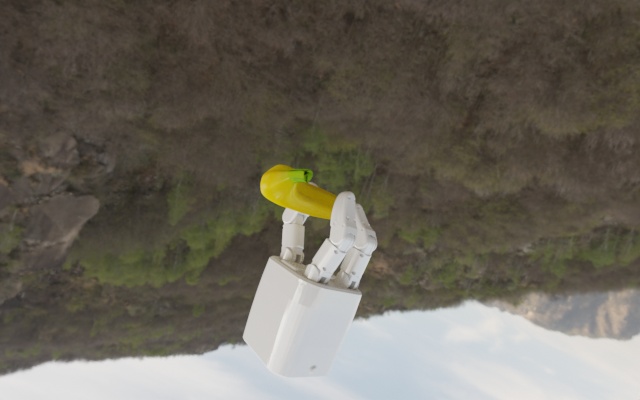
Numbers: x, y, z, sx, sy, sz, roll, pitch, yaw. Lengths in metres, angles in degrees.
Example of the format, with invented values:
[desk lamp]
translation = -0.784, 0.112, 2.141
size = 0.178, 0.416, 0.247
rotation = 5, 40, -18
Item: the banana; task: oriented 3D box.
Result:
[banana]
translation = -0.018, -0.005, 0.516
size = 0.069, 0.037, 0.198
rotation = 19, -4, 18
